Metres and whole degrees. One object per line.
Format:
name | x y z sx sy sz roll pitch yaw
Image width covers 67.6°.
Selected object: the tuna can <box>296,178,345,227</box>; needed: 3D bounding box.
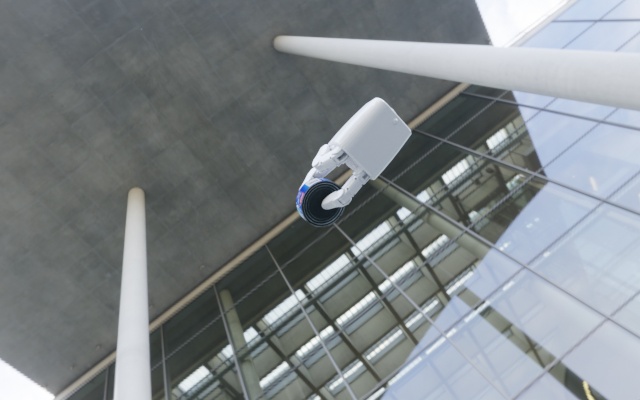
tuna can | 0.000 0.003 0.858 0.086 0.086 0.033 0 14 -24
